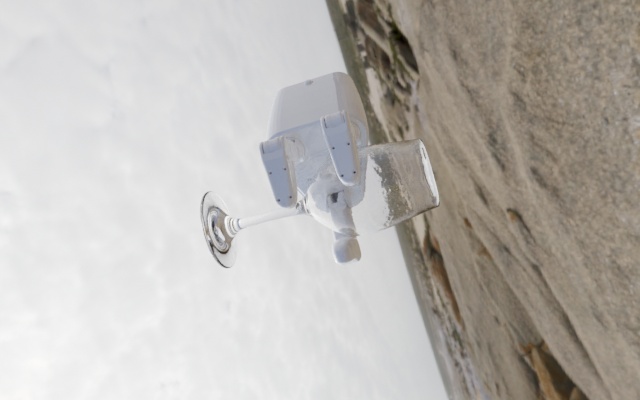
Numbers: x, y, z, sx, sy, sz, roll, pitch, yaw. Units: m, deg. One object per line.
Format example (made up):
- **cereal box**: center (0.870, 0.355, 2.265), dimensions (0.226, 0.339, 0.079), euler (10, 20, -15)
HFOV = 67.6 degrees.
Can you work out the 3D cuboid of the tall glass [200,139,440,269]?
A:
- **tall glass**: center (-0.001, 0.002, 0.430), dimensions (0.201, 0.079, 0.079), euler (-15, -3, 9)
